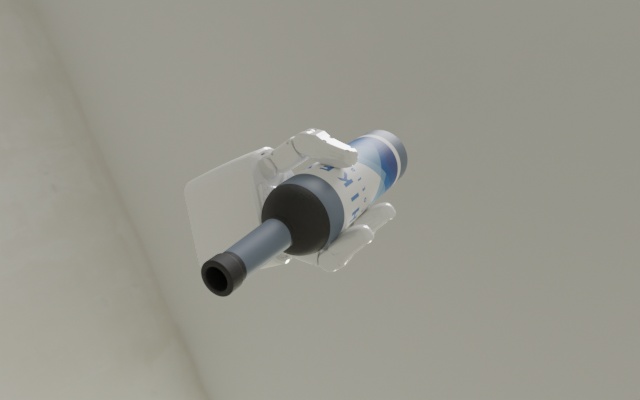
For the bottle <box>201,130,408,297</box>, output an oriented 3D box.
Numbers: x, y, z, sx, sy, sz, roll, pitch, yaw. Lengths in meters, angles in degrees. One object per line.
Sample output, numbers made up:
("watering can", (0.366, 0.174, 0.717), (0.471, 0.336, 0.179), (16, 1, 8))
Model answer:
("bottle", (0.000, 0.001, 0.437), (0.069, 0.069, 0.295), (0, 20, 30))
